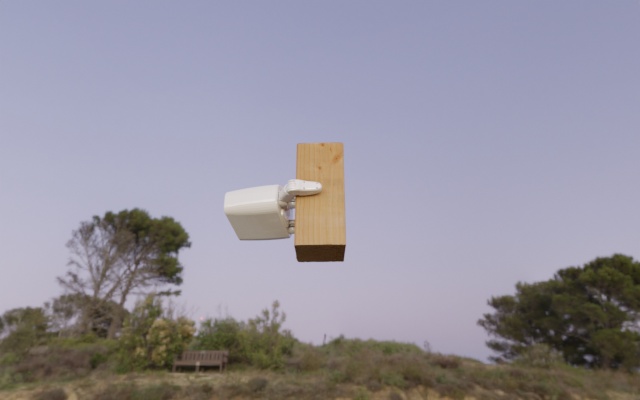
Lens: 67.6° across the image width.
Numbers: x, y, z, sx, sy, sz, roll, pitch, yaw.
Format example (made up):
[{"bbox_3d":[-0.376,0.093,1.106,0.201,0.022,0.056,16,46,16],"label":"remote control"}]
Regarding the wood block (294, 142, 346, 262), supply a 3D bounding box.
[{"bbox_3d":[0.000,0.003,0.891,0.090,0.206,0.091,-1,-26,1],"label":"wood block"}]
